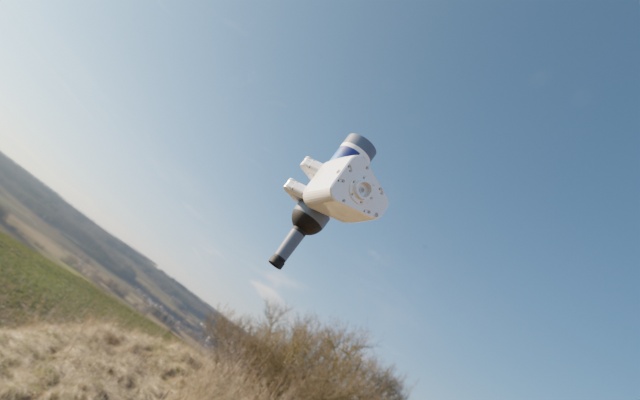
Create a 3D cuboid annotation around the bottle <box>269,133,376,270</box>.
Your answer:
[{"bbox_3d":[0.000,0.003,0.896,0.069,0.295,0.069,32,-19,12],"label":"bottle"}]
